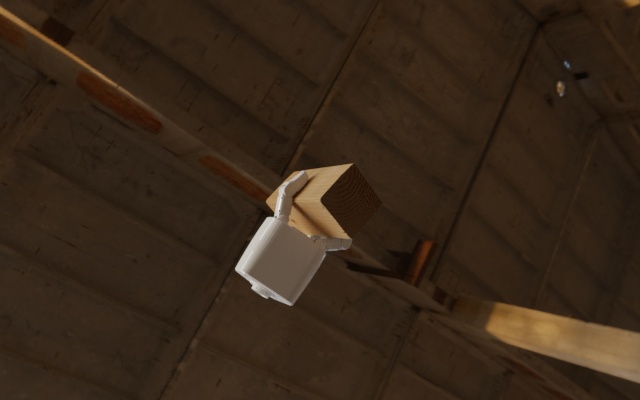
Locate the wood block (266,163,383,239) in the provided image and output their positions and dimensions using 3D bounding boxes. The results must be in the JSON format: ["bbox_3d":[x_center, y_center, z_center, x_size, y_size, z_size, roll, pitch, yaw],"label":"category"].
[{"bbox_3d":[0.000,0.003,0.846,0.090,0.091,0.206,-47,21,-22],"label":"wood block"}]
